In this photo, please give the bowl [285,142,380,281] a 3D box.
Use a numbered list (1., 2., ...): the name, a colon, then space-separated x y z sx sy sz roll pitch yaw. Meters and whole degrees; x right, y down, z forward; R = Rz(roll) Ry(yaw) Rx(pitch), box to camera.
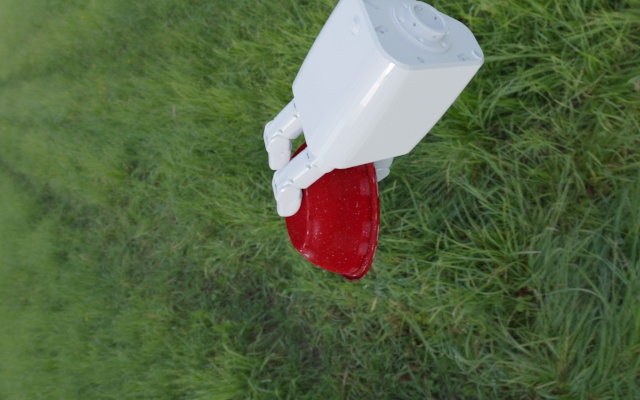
1. bowl: -0.001 0.003 0.473 0.055 0.162 0.162 -5 1 -18
